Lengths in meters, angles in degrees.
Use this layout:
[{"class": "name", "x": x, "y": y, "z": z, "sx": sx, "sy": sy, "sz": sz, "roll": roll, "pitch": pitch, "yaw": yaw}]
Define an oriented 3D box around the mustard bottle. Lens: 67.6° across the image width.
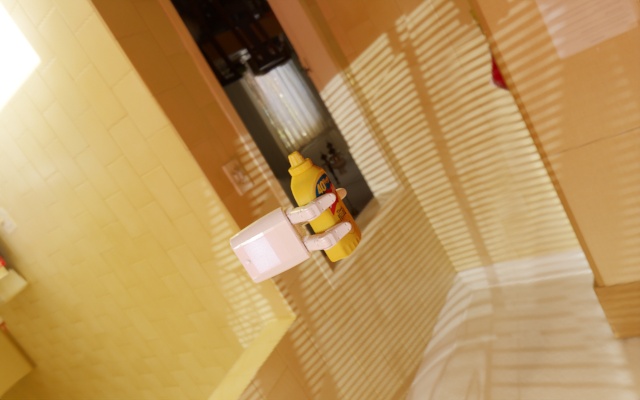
[{"class": "mustard bottle", "x": 0.001, "y": 0.003, "z": 0.816, "sx": 0.058, "sy": 0.192, "sz": 0.096, "roll": -23, "pitch": 15, "yaw": 29}]
